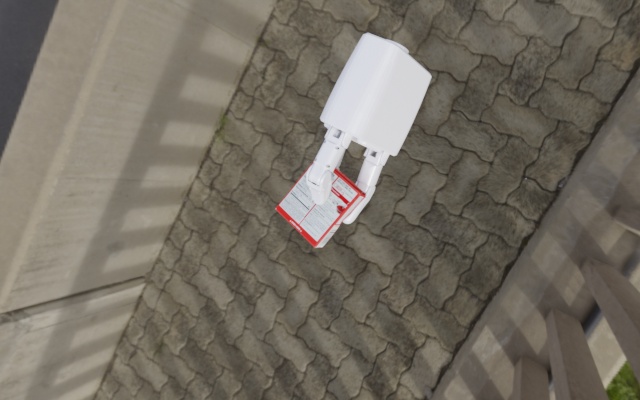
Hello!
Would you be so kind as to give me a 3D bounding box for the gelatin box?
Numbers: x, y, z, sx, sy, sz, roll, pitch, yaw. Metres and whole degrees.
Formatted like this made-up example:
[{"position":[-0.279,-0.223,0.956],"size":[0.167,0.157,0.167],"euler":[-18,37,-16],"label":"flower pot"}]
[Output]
[{"position":[0.000,0.002,0.587],"size":[0.073,0.089,0.030],"euler":[42,9,18],"label":"gelatin box"}]
